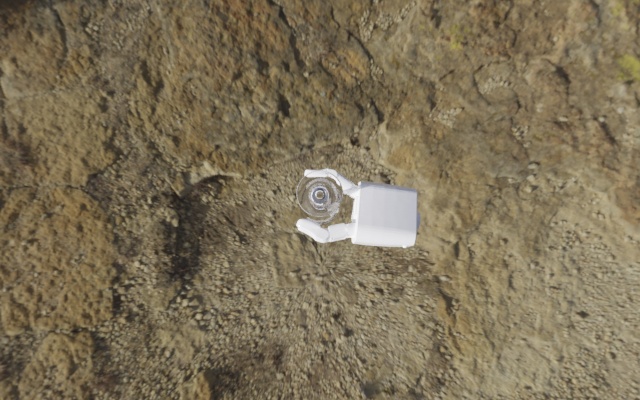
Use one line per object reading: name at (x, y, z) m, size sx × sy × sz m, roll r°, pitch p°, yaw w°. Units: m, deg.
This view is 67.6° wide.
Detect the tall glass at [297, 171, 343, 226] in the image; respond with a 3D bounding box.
tall glass at (0.000, 0.003, 0.851) m, size 0.079 × 0.079 × 0.201 m, roll 0°, pitch -8°, yaw 0°
